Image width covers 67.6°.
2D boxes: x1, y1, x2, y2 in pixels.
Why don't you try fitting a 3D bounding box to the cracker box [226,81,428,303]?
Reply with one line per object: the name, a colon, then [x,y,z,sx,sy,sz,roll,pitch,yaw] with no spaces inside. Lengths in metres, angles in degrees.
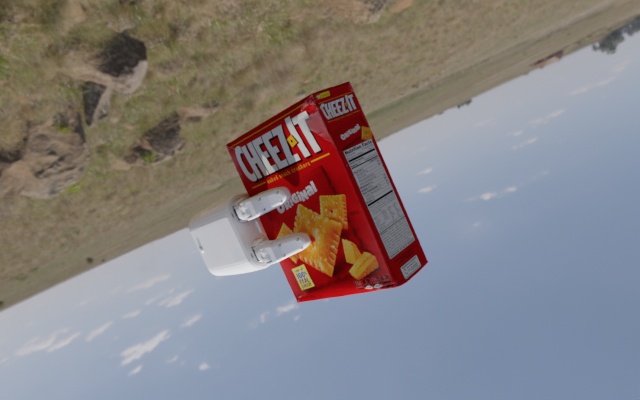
cracker box: [0.000,0.002,0.539,0.164,0.214,0.072,-19,7,45]
